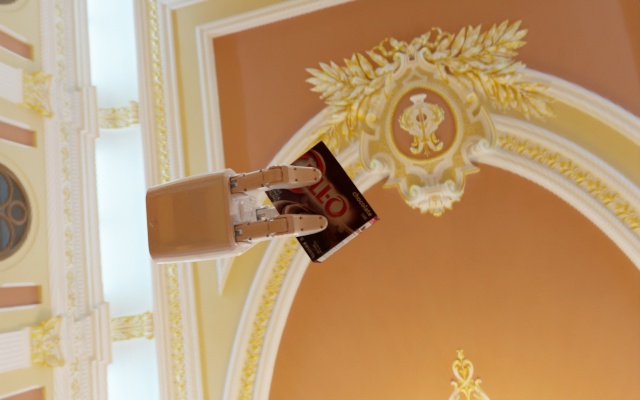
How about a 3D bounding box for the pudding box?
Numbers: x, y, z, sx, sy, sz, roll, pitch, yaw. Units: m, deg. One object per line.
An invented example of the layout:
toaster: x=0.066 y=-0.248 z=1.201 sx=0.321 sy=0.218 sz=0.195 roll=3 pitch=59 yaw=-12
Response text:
pudding box: x=0.000 y=0.002 z=0.552 sx=0.090 sy=0.113 sz=0.039 roll=-37 pitch=-14 yaw=6
